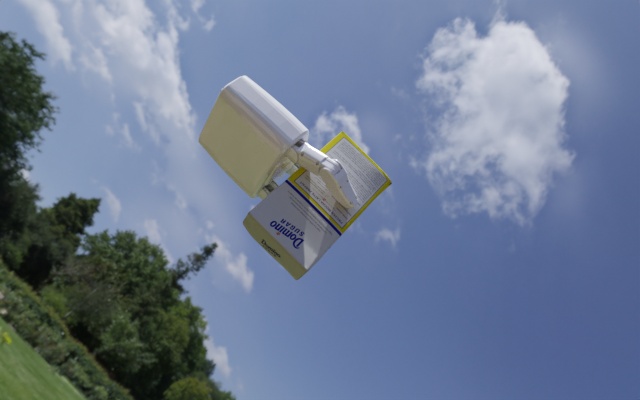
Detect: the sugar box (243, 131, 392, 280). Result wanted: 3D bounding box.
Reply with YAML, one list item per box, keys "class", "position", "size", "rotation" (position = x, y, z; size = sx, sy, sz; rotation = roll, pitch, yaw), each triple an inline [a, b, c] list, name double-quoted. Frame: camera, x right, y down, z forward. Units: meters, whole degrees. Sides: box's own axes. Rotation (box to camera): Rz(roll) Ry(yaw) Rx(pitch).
- class: "sugar box"
  position: [0.000, 0.002, 0.573]
  size: [0.176, 0.093, 0.048]
  rotation: [-43, -3, -30]
